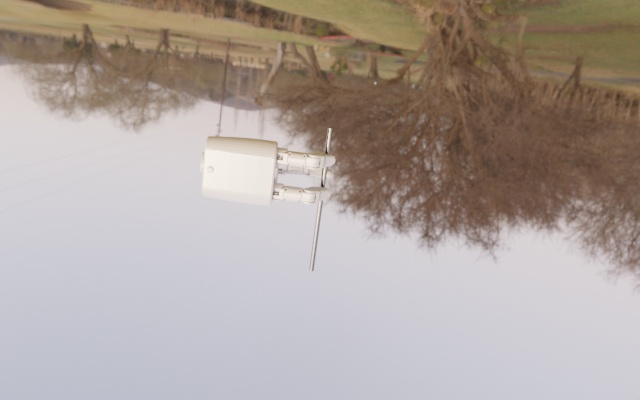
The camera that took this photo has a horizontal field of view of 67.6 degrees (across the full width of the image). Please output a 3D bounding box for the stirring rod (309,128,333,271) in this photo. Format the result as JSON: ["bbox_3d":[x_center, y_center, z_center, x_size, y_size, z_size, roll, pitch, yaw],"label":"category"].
[{"bbox_3d":[0.000,0.002,0.777,0.011,0.239,0.011,7,14,-2],"label":"stirring rod"}]
